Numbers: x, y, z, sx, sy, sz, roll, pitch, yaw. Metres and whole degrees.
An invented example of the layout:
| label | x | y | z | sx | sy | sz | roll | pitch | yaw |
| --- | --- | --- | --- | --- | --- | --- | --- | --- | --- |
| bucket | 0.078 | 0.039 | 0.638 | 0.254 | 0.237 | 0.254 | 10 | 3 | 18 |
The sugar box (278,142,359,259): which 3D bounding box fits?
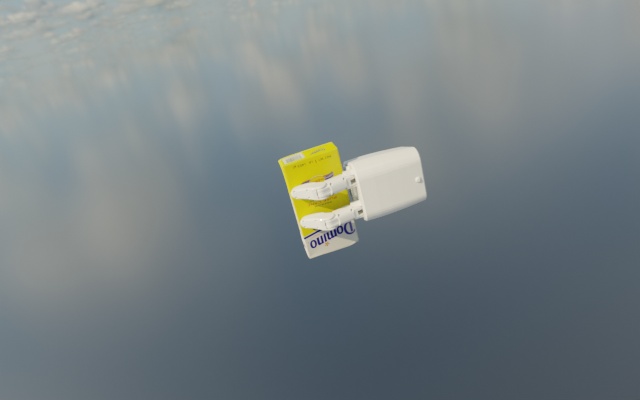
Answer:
| label | x | y | z | sx | sy | sz | roll | pitch | yaw |
| --- | --- | --- | --- | --- | --- | --- | --- | --- | --- |
| sugar box | 0.000 | 0.003 | 0.785 | 0.093 | 0.176 | 0.048 | -19 | 24 | -6 |
